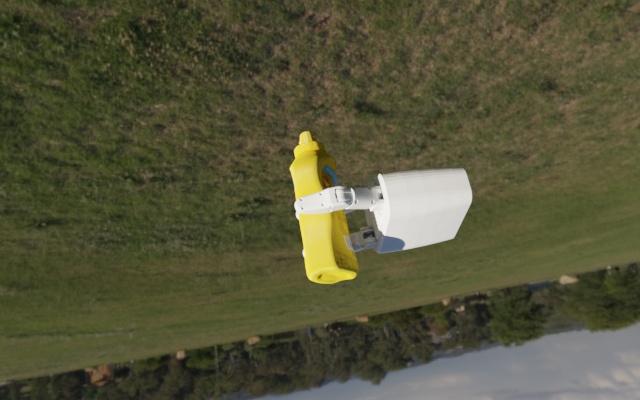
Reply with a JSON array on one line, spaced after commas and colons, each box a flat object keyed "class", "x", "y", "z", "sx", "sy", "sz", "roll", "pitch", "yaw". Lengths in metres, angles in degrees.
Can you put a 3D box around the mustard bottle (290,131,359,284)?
[{"class": "mustard bottle", "x": 0.000, "y": 0.002, "z": 0.591, "sx": 0.058, "sy": 0.191, "sz": 0.096, "roll": -16, "pitch": -19, "yaw": 15}]
